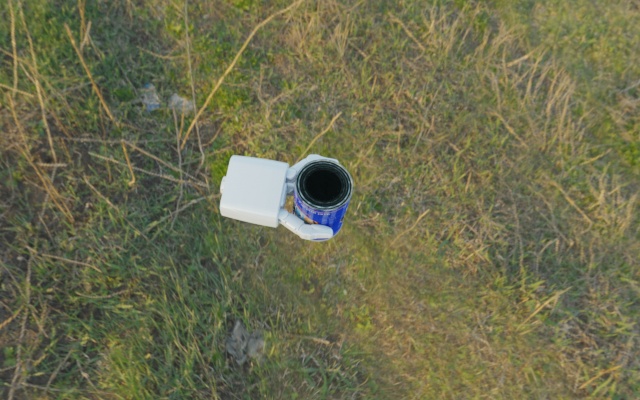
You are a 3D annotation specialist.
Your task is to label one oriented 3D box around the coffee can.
[{"bbox_3d":[0.000,0.003,0.886,0.103,0.102,0.140,0,-27,-6],"label":"coffee can"}]
